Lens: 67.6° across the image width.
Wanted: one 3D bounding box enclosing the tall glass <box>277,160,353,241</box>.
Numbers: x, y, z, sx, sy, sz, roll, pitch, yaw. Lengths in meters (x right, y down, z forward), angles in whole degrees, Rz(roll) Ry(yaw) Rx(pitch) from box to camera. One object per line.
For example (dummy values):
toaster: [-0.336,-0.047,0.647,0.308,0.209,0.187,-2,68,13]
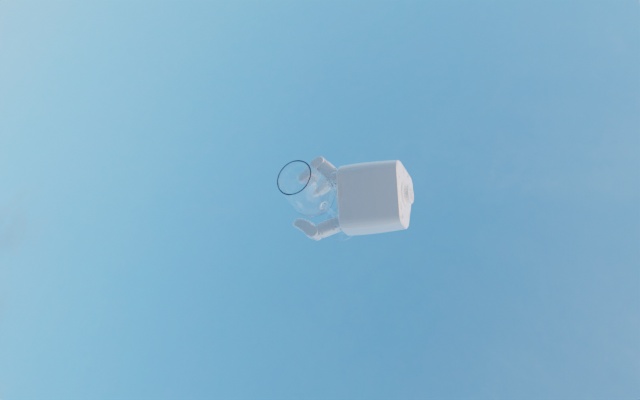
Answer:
tall glass: [0.000,0.003,0.833,0.079,0.079,0.201,0,-23,28]
